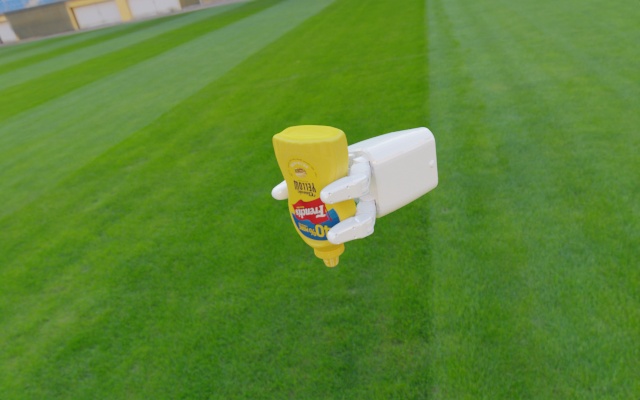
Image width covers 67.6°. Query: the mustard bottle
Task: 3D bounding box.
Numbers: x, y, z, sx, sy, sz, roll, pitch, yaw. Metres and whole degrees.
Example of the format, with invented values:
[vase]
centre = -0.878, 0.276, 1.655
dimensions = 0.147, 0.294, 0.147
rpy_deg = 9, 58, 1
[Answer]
[mustard bottle]
centre = 0.000, 0.002, 0.616
dimensions = 0.096, 0.192, 0.058
rpy_deg = 9, 32, 35
